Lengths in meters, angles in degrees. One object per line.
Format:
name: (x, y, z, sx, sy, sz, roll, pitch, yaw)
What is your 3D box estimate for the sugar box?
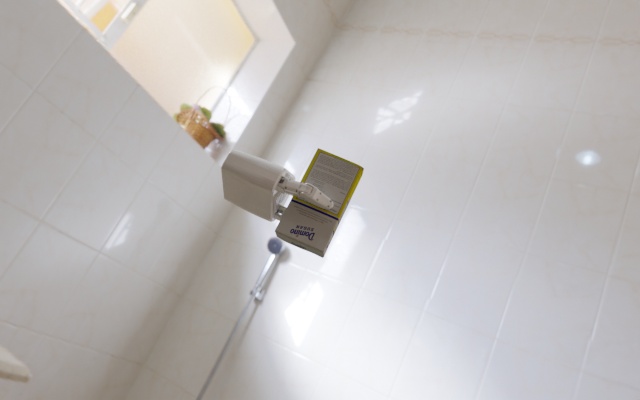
sugar box: (0.000, 0.003, 0.840, 0.093, 0.176, 0.048, 23, -19, 10)
